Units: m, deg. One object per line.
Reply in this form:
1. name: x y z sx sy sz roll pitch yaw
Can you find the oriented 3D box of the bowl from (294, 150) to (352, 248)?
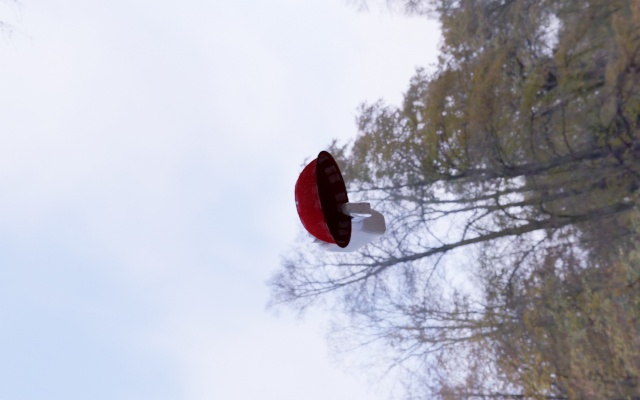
1. bowl: -0.001 0.002 0.778 0.055 0.162 0.162 -12 -4 18
